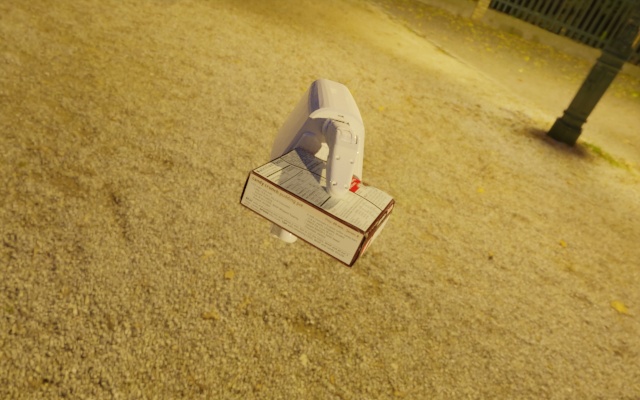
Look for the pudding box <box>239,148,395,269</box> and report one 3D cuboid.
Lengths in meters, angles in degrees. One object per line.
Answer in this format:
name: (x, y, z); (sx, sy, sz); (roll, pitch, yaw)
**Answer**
pudding box: (0.000, 0.001, 0.418); (0.113, 0.039, 0.090); (27, 28, 13)
